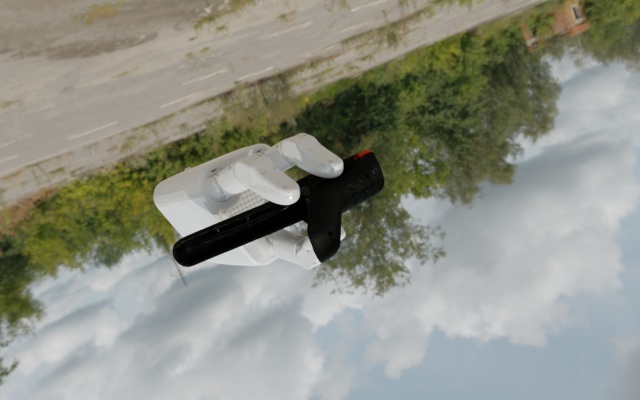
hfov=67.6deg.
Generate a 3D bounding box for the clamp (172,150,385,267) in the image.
[{"bbox_3d":[0.001,0.002,0.404,0.164,0.036,0.210,-4,21,46],"label":"clamp"}]
